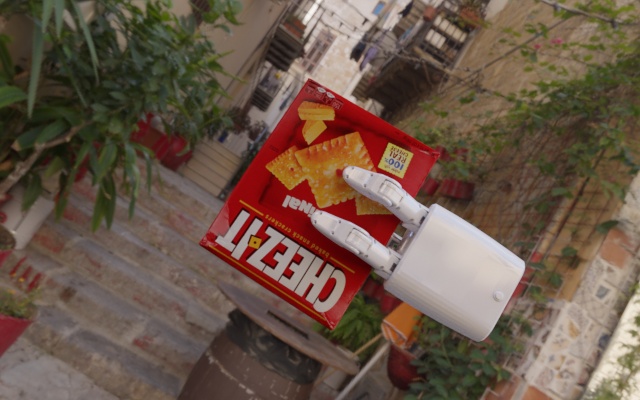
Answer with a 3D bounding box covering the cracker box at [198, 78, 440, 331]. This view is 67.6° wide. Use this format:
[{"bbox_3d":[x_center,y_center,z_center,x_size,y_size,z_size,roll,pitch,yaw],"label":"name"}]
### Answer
[{"bbox_3d":[0.000,0.002,0.511,0.164,0.213,0.072,32,-8,4],"label":"cracker box"}]
